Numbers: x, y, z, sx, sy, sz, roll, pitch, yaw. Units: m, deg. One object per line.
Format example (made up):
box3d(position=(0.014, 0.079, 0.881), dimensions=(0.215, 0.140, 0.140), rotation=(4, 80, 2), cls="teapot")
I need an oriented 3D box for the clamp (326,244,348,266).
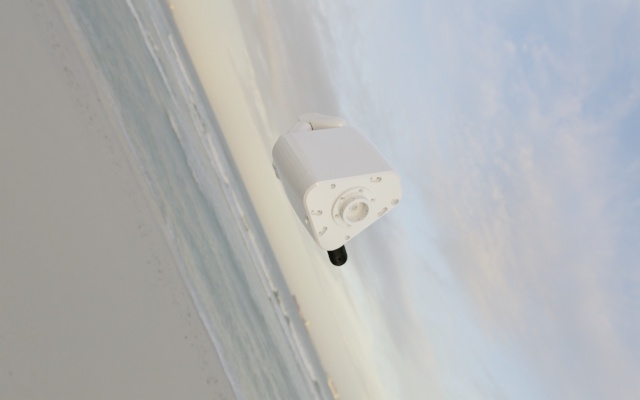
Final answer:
box3d(position=(0.001, 0.002, 0.632), dimensions=(0.039, 0.172, 0.120), rotation=(-23, 39, -8), cls="clamp")
